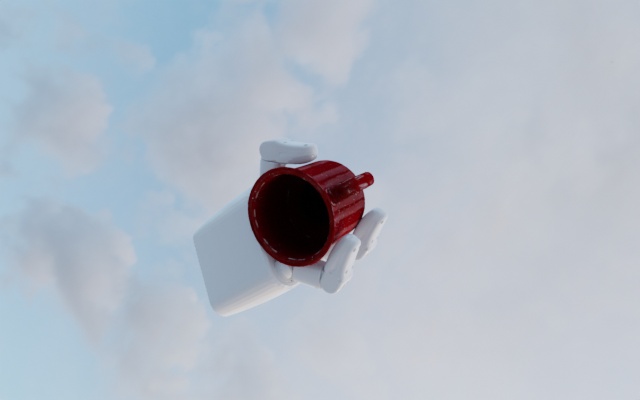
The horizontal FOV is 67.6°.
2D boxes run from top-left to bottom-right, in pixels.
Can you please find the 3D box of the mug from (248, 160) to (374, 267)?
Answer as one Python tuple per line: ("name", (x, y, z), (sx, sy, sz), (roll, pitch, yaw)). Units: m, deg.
("mug", (0.001, 0.001, 0.453), (0.117, 0.093, 0.081), (-30, -3, 33))
